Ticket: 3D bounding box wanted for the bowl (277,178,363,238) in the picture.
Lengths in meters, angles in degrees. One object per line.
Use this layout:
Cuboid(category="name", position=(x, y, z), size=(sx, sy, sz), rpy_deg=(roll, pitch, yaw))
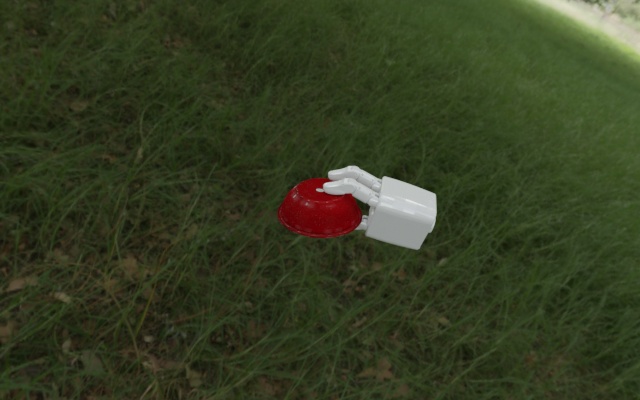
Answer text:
Cuboid(category="bowl", position=(-0.001, 0.003, 0.889), size=(0.162, 0.055, 0.162), rpy_deg=(2, 30, -1))
